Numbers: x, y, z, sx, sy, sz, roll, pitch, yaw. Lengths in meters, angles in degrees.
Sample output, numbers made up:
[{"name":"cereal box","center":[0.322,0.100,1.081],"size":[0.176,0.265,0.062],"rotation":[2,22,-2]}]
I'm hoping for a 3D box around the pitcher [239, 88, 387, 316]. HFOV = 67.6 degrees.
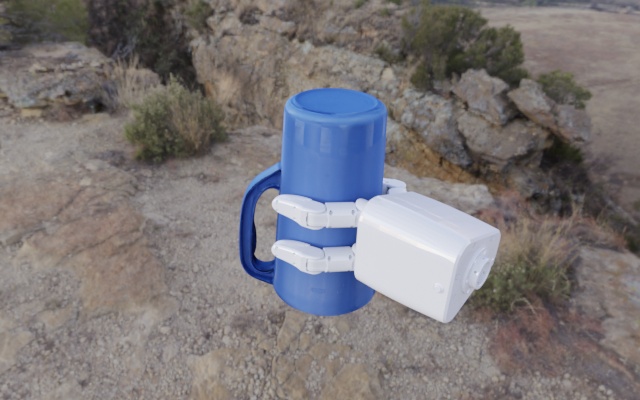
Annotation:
[{"name":"pitcher","center":[0.000,0.002,0.551],"size":[0.145,0.243,0.149],"rotation":[26,36,35]}]
